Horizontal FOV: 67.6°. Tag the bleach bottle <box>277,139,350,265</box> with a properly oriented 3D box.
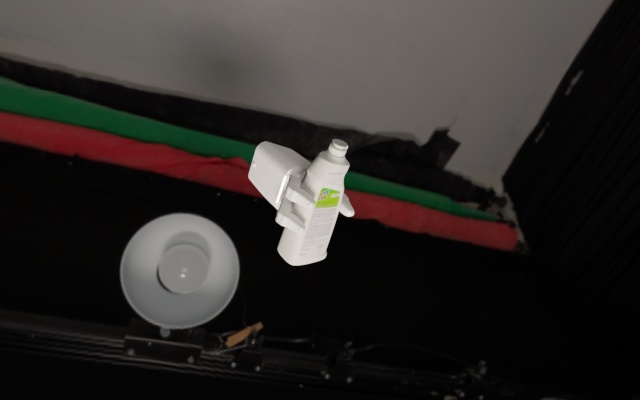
[{"bbox_3d":[0.000,0.003,0.885,0.102,0.251,0.068,-9,41,-43],"label":"bleach bottle"}]
